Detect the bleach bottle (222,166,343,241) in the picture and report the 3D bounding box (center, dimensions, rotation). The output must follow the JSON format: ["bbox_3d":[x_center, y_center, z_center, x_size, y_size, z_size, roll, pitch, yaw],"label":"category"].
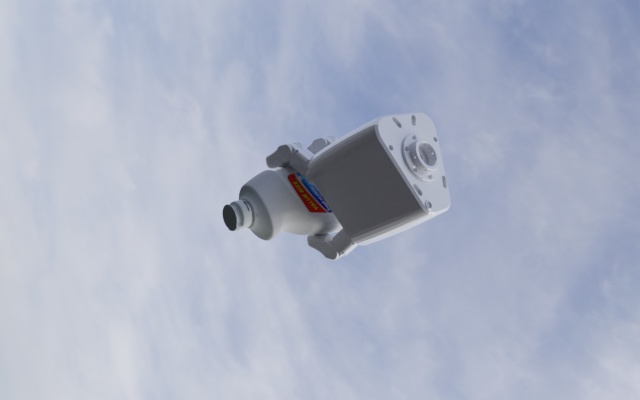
[{"bbox_3d":[0.000,0.002,0.578,0.251,0.102,0.068,-15,-10,-41],"label":"bleach bottle"}]
